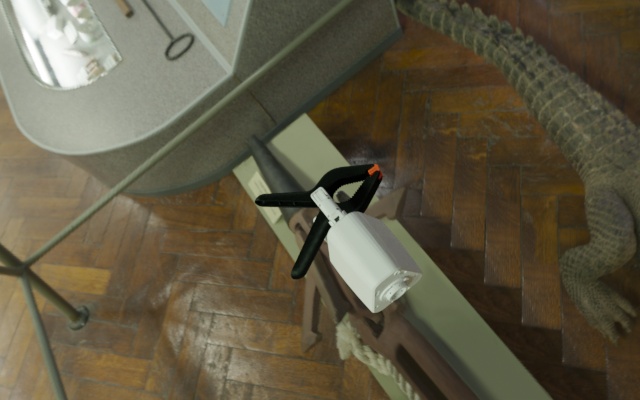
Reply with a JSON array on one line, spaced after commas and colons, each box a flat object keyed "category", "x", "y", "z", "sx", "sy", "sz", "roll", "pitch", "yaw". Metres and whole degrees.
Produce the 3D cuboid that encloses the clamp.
[{"category": "clamp", "x": 0.000, "y": 0.002, "z": 0.757, "sx": 0.210, "sy": 0.164, "sz": 0.036, "roll": -39, "pitch": -30, "yaw": 0}]
